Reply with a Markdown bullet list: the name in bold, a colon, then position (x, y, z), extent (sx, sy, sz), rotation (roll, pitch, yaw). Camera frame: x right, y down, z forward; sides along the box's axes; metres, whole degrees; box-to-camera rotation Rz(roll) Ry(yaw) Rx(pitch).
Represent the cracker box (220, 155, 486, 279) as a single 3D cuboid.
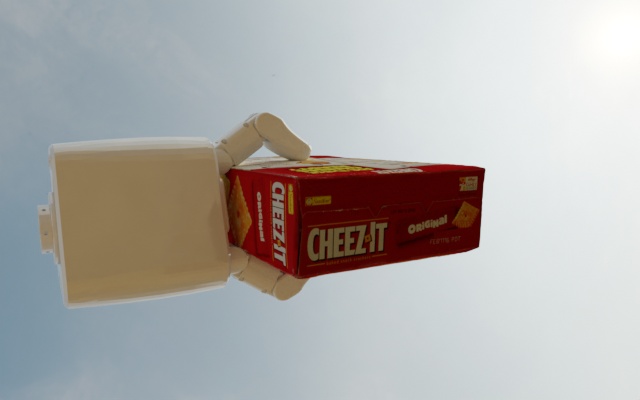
- **cracker box**: position (0.000, 0.001, 0.408), extent (0.164, 0.072, 0.213), rotation (-5, 9, -31)
